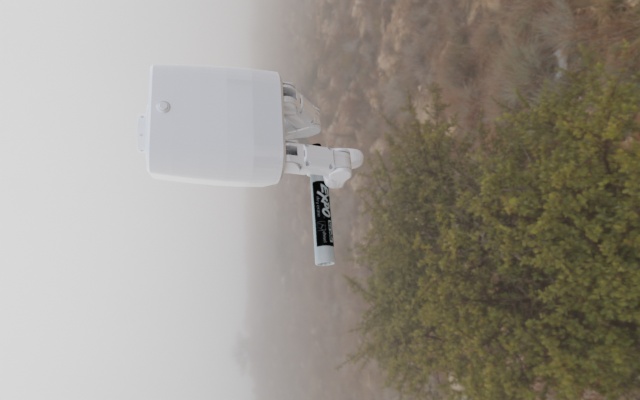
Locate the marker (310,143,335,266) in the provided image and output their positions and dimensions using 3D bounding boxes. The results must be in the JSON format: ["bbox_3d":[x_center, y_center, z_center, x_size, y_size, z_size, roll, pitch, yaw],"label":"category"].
[{"bbox_3d":[0.000,0.002,0.458,0.020,0.121,0.020,-4,-18,-1],"label":"marker"}]
